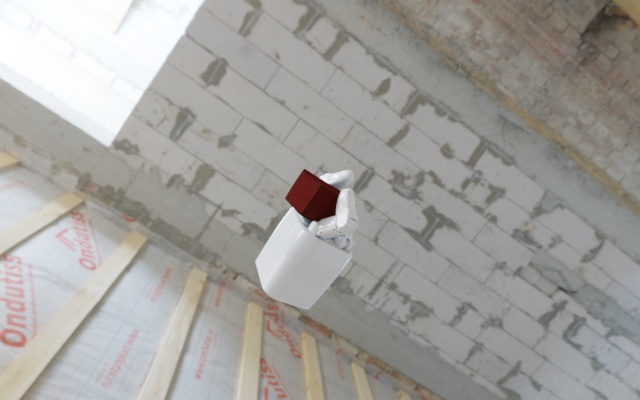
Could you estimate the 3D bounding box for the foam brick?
[{"bbox_3d":[0.000,0.002,0.668,0.078,0.051,0.053,30,10,-40],"label":"foam brick"}]
